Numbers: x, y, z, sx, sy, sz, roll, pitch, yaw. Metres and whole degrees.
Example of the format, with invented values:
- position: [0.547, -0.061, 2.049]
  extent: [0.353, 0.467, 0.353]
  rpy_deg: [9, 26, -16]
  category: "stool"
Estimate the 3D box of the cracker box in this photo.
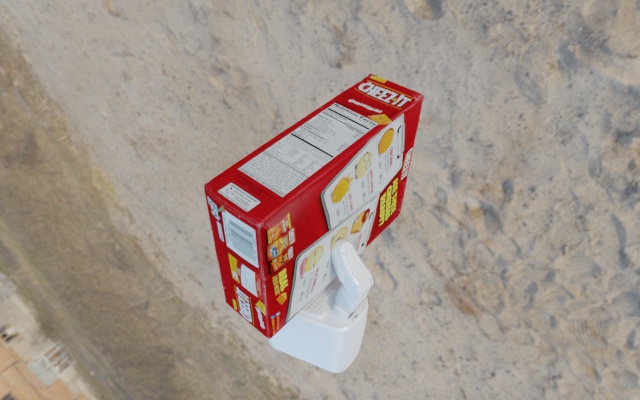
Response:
- position: [0.000, 0.002, 0.449]
  extent: [0.072, 0.164, 0.213]
  rpy_deg: [32, 53, 26]
  category: "cracker box"
